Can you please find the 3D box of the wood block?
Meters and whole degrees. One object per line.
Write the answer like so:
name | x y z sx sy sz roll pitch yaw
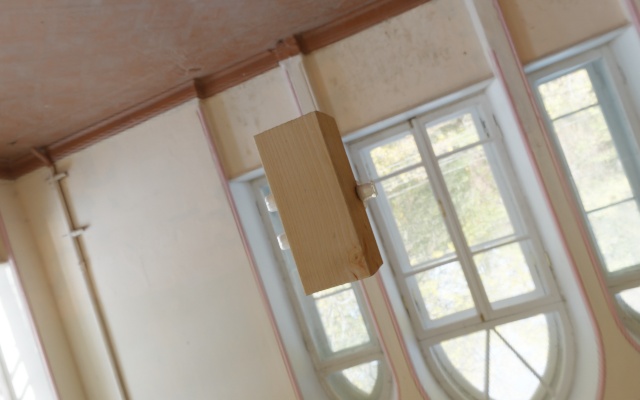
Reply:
wood block | 0.001 0.002 0.610 0.091 0.206 0.090 -20 -3 17
